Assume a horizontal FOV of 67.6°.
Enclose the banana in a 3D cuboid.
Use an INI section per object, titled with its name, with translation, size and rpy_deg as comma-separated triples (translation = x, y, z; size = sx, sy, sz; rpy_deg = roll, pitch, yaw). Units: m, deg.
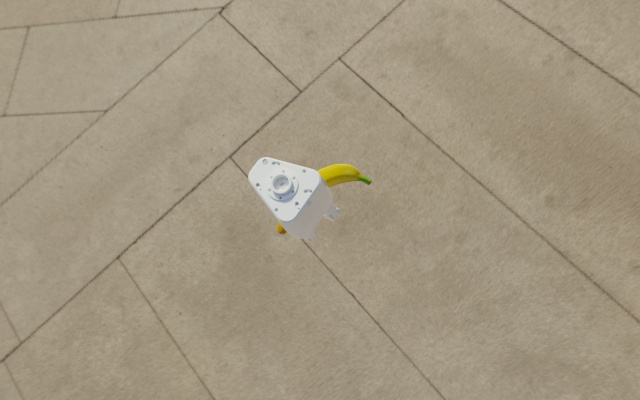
[banana]
translation = -0.006, -0.014, 0.877
size = 0.198, 0.069, 0.037
rpy_deg = -30, -15, -2
